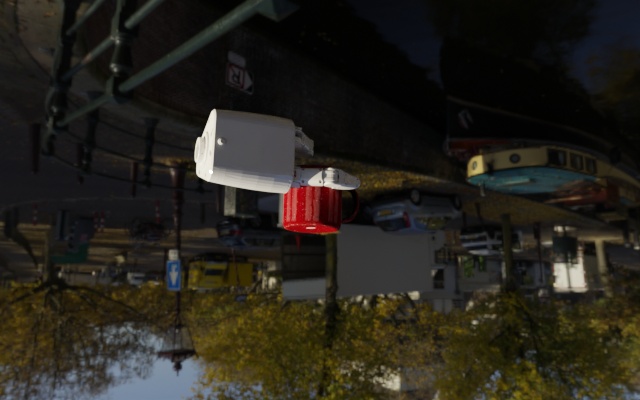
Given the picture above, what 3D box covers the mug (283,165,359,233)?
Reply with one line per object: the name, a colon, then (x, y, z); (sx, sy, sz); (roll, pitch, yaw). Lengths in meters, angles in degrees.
mug: (0.001, 0.003, 0.678); (0.117, 0.081, 0.093); (7, -13, -22)
